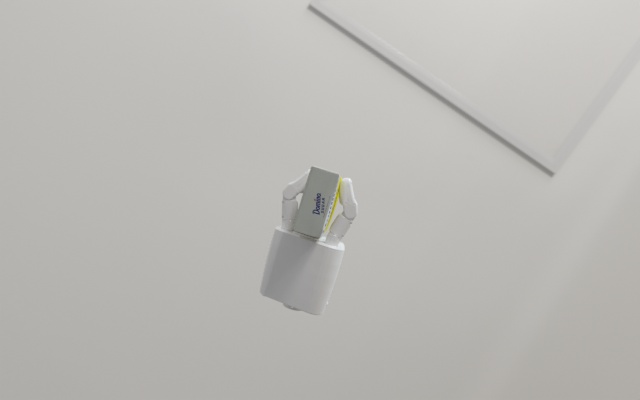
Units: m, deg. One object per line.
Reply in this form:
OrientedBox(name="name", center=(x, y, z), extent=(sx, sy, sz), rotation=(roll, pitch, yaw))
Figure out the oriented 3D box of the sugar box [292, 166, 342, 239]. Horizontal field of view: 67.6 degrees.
OrientedBox(name="sugar box", center=(0.001, 0.003, 0.711), extent=(0.048, 0.093, 0.176), rotation=(17, 2, 1))
